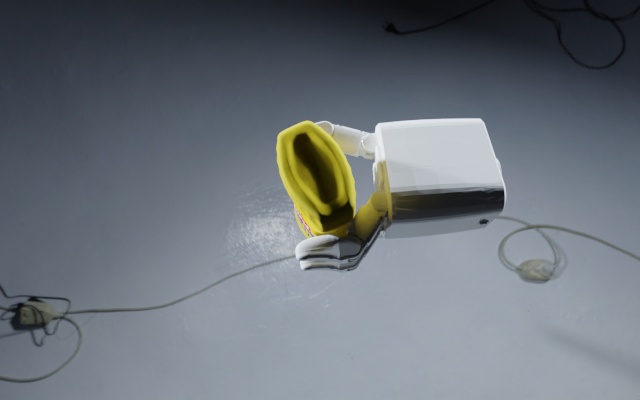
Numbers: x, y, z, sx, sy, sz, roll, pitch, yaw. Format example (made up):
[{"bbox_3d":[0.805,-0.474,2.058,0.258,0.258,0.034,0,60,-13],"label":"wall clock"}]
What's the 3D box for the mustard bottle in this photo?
[{"bbox_3d":[0.000,0.002,0.492,0.058,0.096,0.192,-27,-17,-6],"label":"mustard bottle"}]
